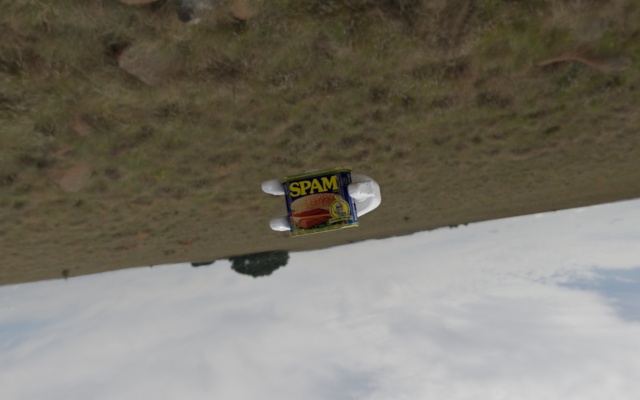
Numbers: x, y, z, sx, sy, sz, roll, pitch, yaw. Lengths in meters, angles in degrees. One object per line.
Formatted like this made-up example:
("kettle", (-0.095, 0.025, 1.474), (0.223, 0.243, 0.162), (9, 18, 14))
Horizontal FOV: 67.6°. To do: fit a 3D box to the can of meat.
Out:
("can of meat", (0.000, 0.003, 0.676), (0.102, 0.084, 0.057), (-10, -2, 12))
